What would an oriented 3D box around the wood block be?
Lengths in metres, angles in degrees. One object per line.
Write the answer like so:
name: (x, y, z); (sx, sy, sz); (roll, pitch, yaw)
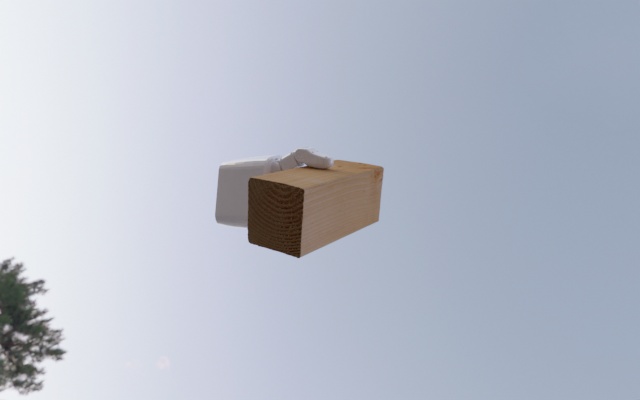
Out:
wood block: (0.000, 0.002, 0.675); (0.090, 0.091, 0.206); (13, 18, 32)
